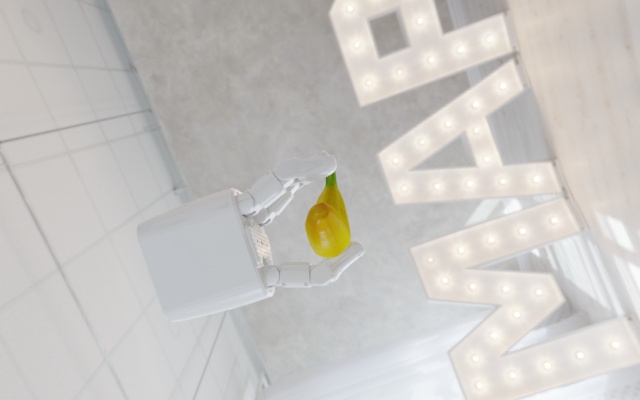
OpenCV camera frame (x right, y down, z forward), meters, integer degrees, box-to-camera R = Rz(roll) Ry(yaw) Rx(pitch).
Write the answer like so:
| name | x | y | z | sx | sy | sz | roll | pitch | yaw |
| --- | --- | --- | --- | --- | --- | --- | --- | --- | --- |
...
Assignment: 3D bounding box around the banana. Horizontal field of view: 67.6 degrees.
| name | x | y | z | sx | sy | sz | roll | pitch | yaw |
| --- | --- | --- | --- | --- | --- | --- | --- | --- | --- |
| banana | 0.006 | 0.018 | 0.444 | 0.037 | 0.069 | 0.197 | -17 | 11 | 5 |
